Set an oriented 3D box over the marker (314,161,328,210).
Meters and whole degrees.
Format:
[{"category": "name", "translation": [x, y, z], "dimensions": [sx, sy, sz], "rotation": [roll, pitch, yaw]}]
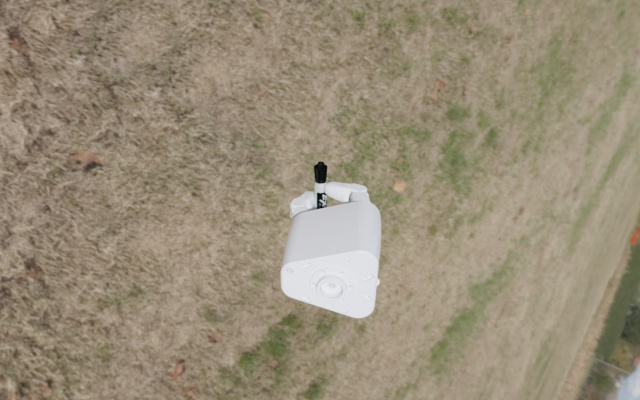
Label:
[{"category": "marker", "translation": [0.000, 0.002, 0.672], "dimensions": [0.020, 0.121, 0.020], "rotation": [0, 28, 0]}]
